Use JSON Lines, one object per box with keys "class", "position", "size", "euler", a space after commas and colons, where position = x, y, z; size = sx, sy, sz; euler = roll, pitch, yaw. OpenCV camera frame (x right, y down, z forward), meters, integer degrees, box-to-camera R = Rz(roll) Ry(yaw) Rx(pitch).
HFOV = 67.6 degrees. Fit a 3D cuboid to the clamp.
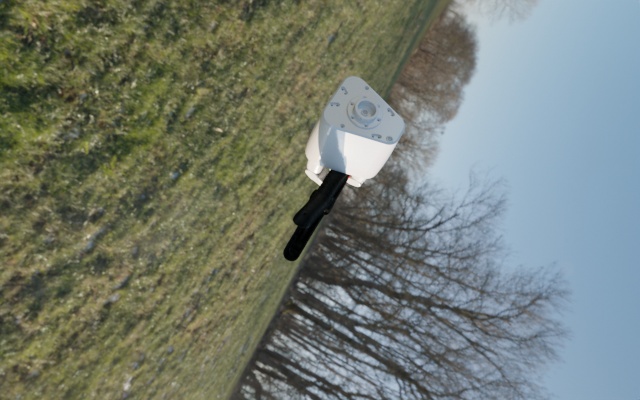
{"class": "clamp", "position": [0.001, 0.003, 0.695], "size": [0.039, 0.171, 0.120], "euler": [31, -24, 1]}
